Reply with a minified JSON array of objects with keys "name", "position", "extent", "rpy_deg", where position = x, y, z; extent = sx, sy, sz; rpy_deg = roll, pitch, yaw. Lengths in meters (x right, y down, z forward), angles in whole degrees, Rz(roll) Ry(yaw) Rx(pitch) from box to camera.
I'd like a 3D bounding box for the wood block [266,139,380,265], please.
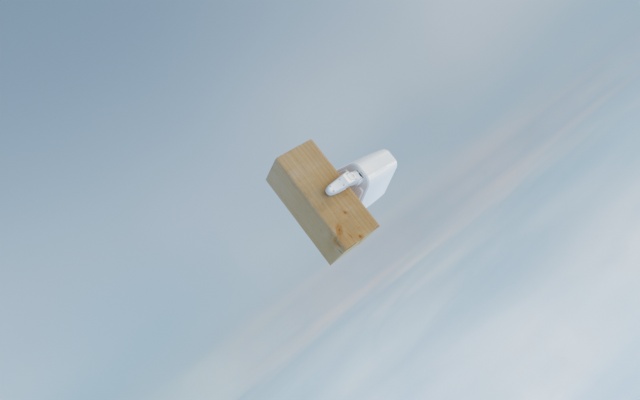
[{"name":"wood block","position":[0.001,0.003,0.888],"extent":[0.090,0.206,0.091],"rpy_deg":[-33,-10,-30]}]
